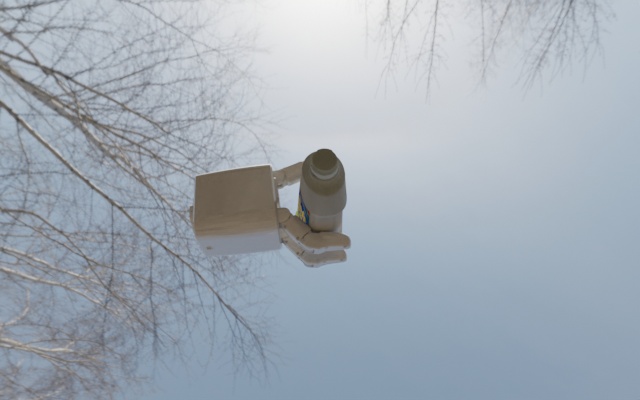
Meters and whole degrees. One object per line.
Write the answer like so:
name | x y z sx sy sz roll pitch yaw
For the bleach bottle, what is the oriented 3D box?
bleach bottle | 0.000 0.002 0.636 0.068 0.102 0.251 -8 -25 -6
